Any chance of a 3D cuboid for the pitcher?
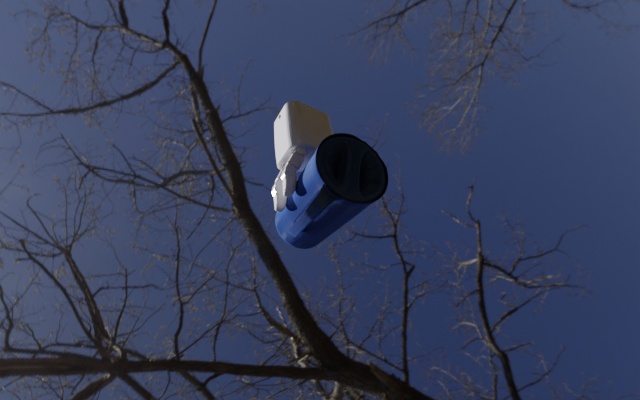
[{"bbox_3d":[0.000,0.003,0.860,0.149,0.145,0.243,3,-28,-26],"label":"pitcher"}]
